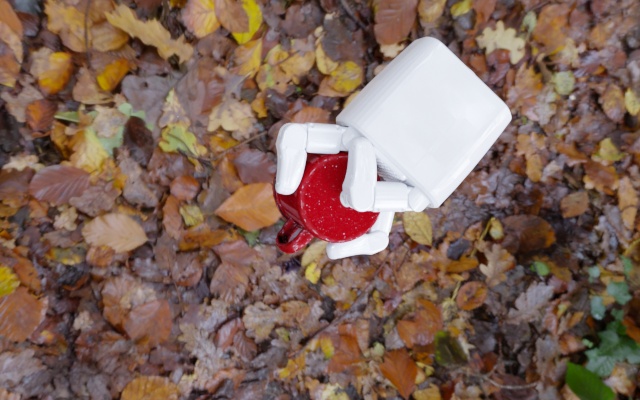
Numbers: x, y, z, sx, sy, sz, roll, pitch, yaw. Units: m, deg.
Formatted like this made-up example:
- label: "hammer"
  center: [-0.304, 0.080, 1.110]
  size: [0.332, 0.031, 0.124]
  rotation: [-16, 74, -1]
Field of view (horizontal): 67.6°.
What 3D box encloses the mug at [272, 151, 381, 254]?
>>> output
- label: "mug"
  center: [-0.001, 0.003, 0.450]
  size: [0.093, 0.117, 0.081]
  rotation: [43, -5, -19]
